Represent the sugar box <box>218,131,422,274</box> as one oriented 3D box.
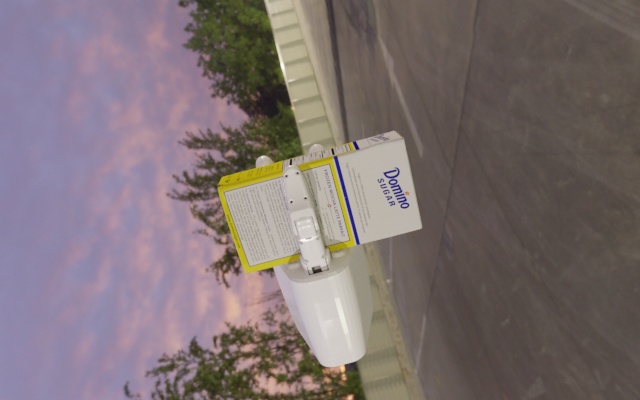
[{"bbox_3d":[0.000,0.001,0.458,0.176,0.093,0.048,-15,19,0],"label":"sugar box"}]
